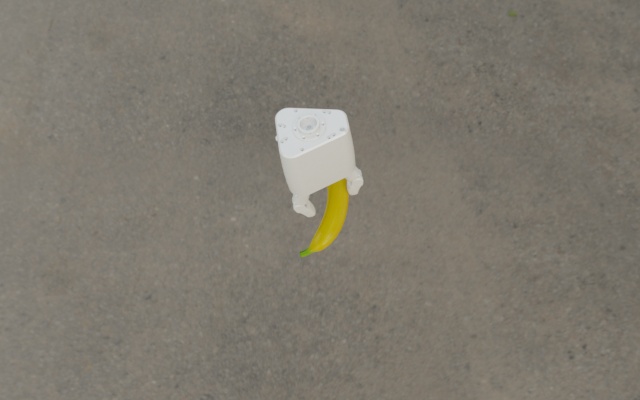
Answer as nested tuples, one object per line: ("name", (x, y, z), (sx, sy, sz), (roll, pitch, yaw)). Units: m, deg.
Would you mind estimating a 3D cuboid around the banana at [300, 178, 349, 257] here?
("banana", (0.016, 0.008, 0.842), (0.069, 0.197, 0.037), (6, -25, 22))
